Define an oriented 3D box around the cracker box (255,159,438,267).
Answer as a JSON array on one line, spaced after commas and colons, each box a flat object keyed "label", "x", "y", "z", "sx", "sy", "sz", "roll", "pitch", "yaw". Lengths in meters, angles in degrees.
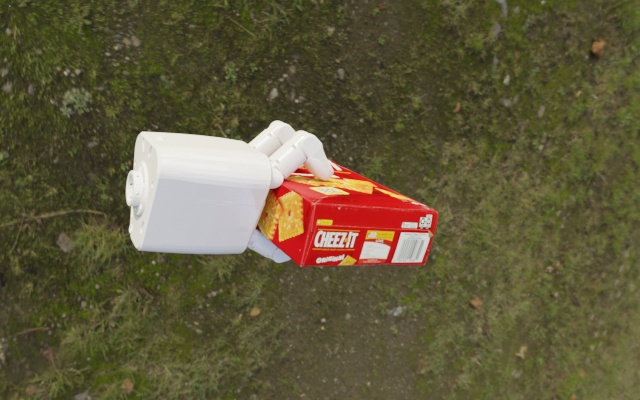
[{"label": "cracker box", "x": 0.000, "y": 0.002, "z": 0.546, "sx": 0.164, "sy": 0.072, "sz": 0.213, "roll": 4, "pitch": 16, "yaw": -34}]
